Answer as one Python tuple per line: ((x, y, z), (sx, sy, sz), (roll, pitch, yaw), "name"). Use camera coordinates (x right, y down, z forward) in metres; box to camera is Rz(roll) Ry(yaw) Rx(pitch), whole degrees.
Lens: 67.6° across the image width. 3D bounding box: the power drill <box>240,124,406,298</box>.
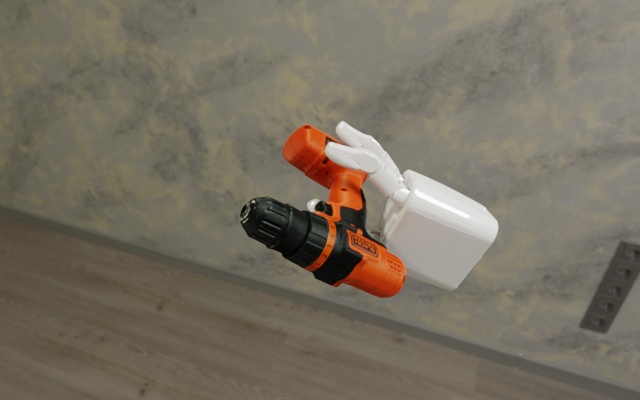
((0.000, 0.001, 0.504), (0.184, 0.187, 0.057), (29, -56, -28), "power drill")
